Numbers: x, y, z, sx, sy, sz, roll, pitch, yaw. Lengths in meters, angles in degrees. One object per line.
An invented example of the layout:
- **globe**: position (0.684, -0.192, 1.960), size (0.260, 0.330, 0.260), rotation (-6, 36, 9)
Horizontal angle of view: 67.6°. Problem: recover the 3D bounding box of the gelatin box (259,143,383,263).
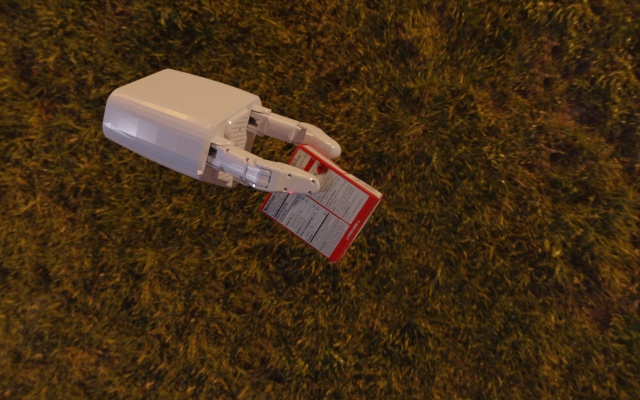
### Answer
- **gelatin box**: position (0.000, 0.002, 0.437), size (0.089, 0.073, 0.030), rotation (35, 15, 10)
